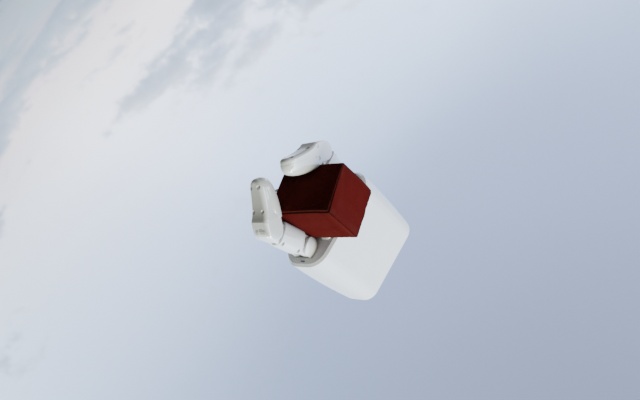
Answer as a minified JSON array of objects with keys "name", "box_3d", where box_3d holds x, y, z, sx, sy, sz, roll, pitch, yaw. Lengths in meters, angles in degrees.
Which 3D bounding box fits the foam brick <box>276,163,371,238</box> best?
[{"name":"foam brick","box_3d":[0.000,0.002,0.460,0.078,0.053,0.051,-3,-32,42]}]
